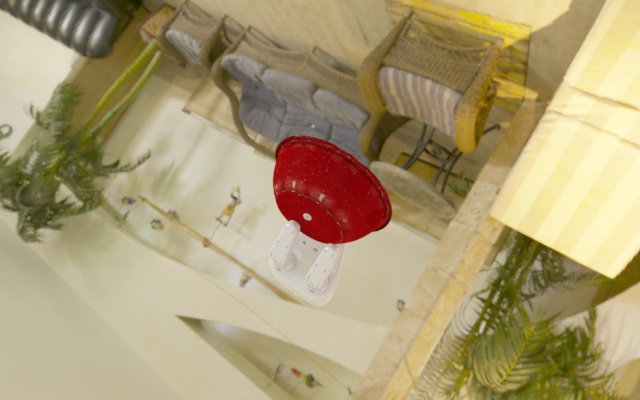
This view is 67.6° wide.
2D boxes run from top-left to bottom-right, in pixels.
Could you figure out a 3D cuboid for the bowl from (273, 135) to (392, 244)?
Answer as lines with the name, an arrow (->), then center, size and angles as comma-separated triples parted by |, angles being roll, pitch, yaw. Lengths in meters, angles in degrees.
bowl -> 0.000, 0.001, 0.559 | 0.162, 0.055, 0.162 | 27, -29, 17
